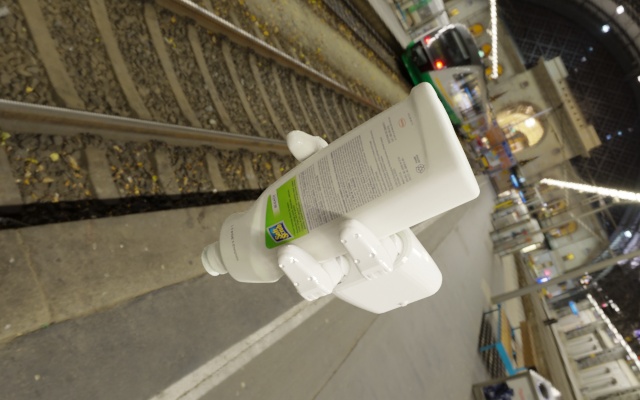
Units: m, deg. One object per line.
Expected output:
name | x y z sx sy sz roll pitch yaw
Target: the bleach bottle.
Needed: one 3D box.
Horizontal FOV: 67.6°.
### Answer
bleach bottle | 0.000 0.001 0.419 0.251 0.102 0.068 -25 -34 20
